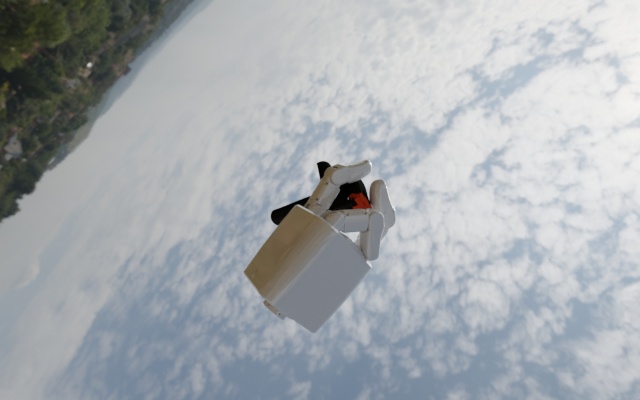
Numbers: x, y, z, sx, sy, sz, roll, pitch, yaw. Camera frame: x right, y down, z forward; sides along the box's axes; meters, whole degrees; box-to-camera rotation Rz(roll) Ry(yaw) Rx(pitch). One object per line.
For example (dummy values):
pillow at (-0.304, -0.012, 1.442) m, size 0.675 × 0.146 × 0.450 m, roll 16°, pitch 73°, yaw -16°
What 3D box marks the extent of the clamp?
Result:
clamp at (0.001, 0.002, 0.633) m, size 0.039 × 0.120 × 0.171 m, roll 44°, pitch -8°, yaw -24°
